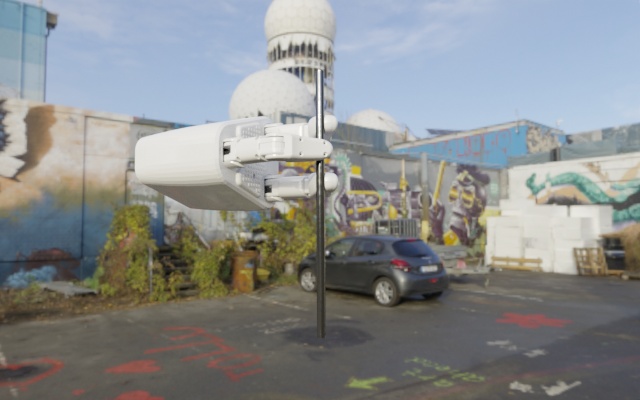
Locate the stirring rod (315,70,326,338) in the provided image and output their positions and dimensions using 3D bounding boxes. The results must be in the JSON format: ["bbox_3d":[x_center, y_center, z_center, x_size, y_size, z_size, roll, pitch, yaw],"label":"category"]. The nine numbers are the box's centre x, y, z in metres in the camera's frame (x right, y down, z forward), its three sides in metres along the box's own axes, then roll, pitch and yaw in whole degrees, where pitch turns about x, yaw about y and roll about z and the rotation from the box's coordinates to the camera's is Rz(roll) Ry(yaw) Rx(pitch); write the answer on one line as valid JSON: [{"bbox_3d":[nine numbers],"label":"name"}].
[{"bbox_3d":[0.000,0.002,0.431,0.011,0.239,0.011,0,-4,0],"label":"stirring rod"}]
